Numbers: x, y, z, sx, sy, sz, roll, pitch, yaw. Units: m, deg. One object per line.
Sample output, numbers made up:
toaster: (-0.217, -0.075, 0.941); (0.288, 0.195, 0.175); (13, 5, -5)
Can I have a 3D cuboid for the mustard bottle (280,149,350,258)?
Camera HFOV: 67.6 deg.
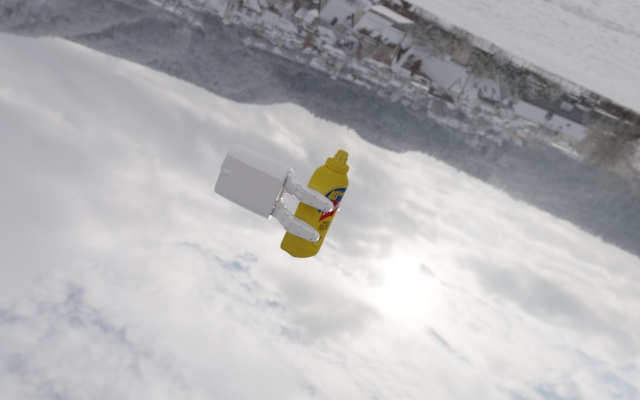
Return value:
mustard bottle: (0.000, 0.003, 0.811); (0.058, 0.192, 0.096); (31, 17, 25)
